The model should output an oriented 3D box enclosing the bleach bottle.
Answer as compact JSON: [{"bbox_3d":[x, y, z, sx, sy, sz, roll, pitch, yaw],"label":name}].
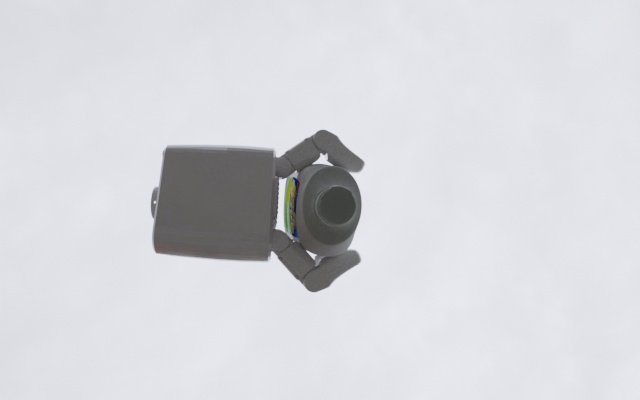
[{"bbox_3d":[0.000,0.002,0.482,0.068,0.102,0.251,4,-3,-6],"label":"bleach bottle"}]
